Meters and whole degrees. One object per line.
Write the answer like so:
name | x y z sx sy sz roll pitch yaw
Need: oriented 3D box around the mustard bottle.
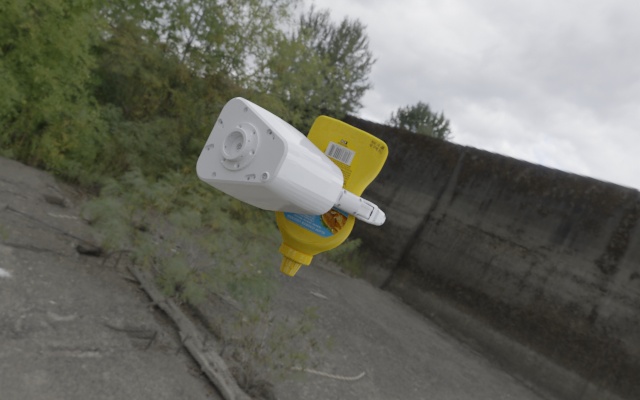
mustard bottle | 0.000 0.002 0.576 0.096 0.191 0.058 26 0 10
